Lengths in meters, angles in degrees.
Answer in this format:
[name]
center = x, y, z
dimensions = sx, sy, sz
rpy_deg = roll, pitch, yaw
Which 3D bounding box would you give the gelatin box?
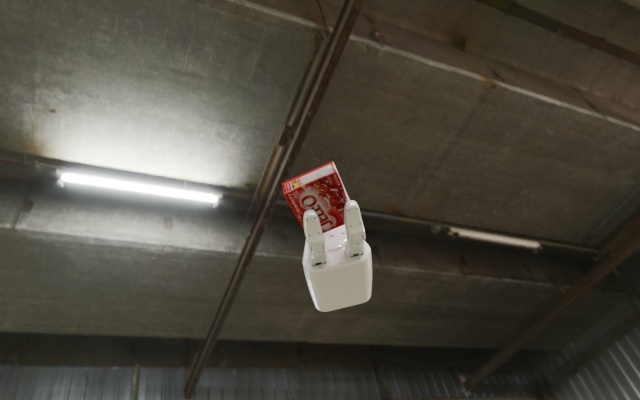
[gelatin box]
center = 0.000, 0.002, 0.630
dimensions = 0.073, 0.089, 0.030
rpy_deg = -23, 38, 4
